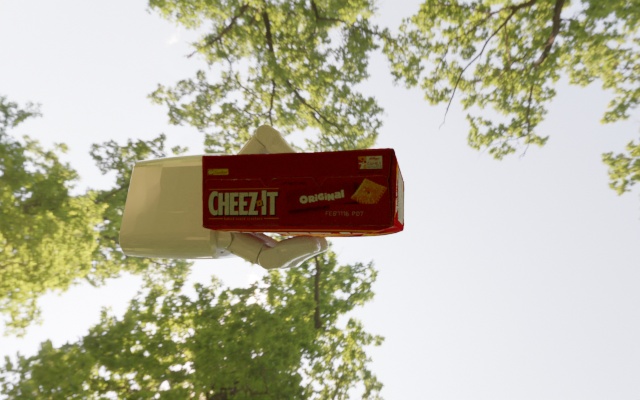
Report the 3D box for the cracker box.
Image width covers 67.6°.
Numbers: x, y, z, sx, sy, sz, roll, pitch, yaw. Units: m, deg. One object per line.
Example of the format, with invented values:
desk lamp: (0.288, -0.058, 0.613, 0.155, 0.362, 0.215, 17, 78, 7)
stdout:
cracker box: (0.000, 0.001, 0.486, 0.164, 0.072, 0.214, -1, -5, 12)
